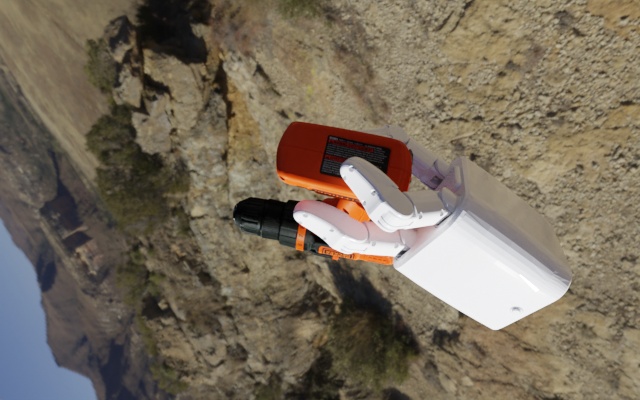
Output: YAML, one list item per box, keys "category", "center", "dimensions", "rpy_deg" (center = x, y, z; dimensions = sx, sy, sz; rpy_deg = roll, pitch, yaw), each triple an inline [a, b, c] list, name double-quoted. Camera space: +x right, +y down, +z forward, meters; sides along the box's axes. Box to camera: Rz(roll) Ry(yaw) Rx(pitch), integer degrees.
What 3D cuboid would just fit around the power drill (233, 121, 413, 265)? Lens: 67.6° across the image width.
- category: "power drill"
  center: [0.000, 0.001, 0.446]
  dimensions: [0.184, 0.057, 0.188]
  rpy_deg: [10, -23, 2]
